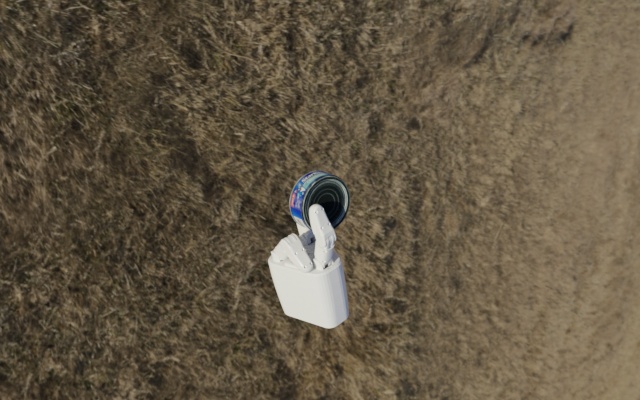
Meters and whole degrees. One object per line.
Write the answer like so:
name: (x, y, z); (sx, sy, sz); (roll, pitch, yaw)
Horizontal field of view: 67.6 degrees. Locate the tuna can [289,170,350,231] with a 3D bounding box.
tuna can: (0.000, 0.002, 0.678); (0.086, 0.086, 0.033); (0, 13, -36)
